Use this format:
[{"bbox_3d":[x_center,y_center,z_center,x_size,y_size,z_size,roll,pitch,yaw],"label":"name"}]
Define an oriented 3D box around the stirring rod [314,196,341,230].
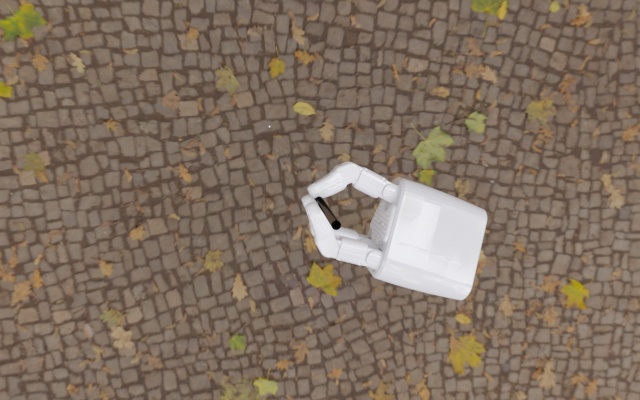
[{"bbox_3d":[0.000,0.002,0.500,0.011,0.011,0.239,0,9,-6],"label":"stirring rod"}]
